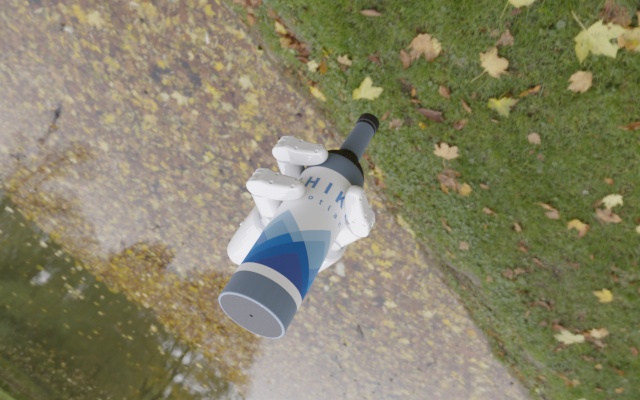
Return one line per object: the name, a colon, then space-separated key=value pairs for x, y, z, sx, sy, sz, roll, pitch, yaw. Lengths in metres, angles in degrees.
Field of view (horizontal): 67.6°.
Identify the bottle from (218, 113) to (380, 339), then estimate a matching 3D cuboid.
bottle: x=0.000 y=0.002 z=0.505 sx=0.069 sy=0.069 sz=0.295 roll=0 pitch=43 yaw=34
